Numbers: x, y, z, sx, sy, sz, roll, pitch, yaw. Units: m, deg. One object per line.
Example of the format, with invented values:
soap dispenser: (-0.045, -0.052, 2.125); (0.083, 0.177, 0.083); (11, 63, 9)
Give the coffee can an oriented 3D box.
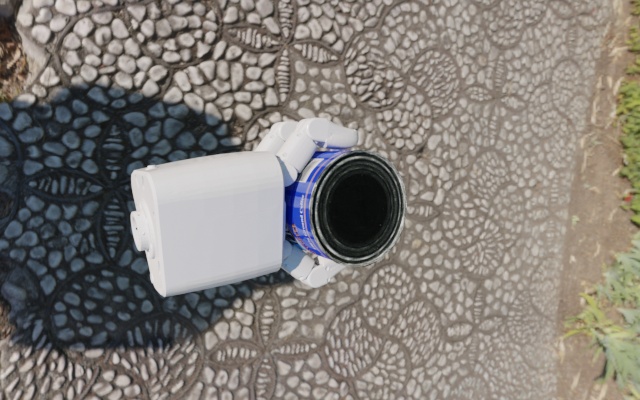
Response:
coffee can: (0.000, 0.002, 0.469); (0.103, 0.103, 0.140); (0, 5, -31)
